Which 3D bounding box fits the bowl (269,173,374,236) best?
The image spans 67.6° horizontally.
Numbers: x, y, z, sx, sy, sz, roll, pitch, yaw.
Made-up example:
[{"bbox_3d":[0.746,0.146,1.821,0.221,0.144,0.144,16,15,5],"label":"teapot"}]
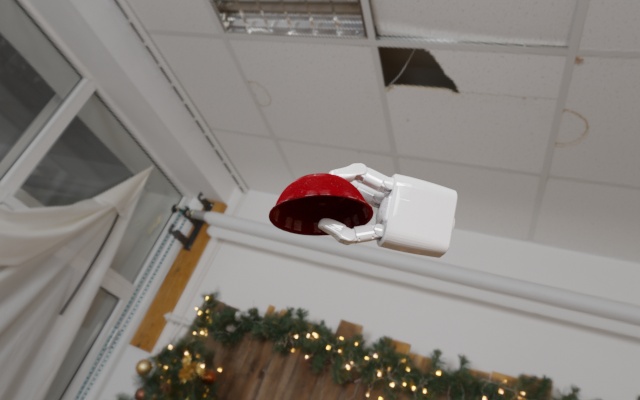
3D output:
[{"bbox_3d":[-0.001,0.002,0.744,0.162,0.055,0.162,-2,-24,-1],"label":"bowl"}]
